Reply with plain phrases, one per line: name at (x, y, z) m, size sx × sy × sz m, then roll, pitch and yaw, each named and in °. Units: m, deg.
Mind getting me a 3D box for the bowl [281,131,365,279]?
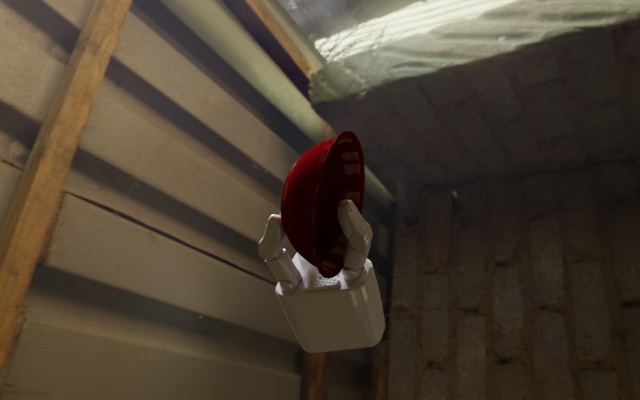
bowl at (0.000, 0.000, 0.528) m, size 0.055 × 0.162 × 0.162 m, roll 9°, pitch 3°, yaw 21°
